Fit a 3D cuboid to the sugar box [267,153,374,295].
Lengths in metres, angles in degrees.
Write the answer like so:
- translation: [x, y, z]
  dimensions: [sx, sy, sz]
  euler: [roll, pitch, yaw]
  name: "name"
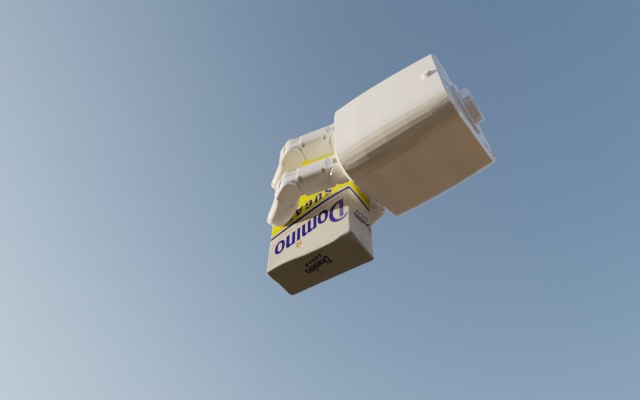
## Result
- translation: [0.000, 0.001, 0.483]
  dimensions: [0.093, 0.048, 0.176]
  euler: [-28, 32, 22]
  name: "sugar box"
